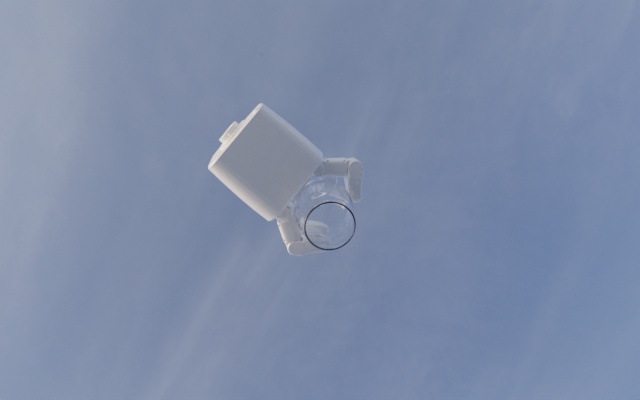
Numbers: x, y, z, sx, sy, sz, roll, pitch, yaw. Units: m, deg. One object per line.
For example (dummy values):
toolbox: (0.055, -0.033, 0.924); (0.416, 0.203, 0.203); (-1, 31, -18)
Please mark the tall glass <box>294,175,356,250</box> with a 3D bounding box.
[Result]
tall glass: (0.000, 0.002, 0.655); (0.079, 0.079, 0.201); (0, 17, -7)
